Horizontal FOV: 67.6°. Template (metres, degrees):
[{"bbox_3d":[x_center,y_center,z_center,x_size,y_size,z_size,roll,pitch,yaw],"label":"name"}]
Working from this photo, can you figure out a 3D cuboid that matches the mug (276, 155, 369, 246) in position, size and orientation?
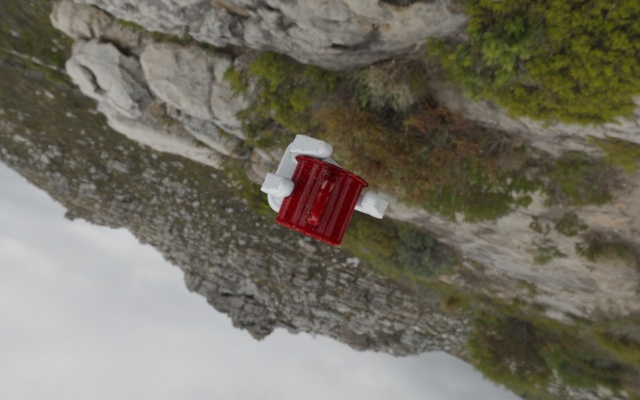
[{"bbox_3d":[0.000,0.002,0.546,0.093,0.081,0.117,22,-5,-4],"label":"mug"}]
